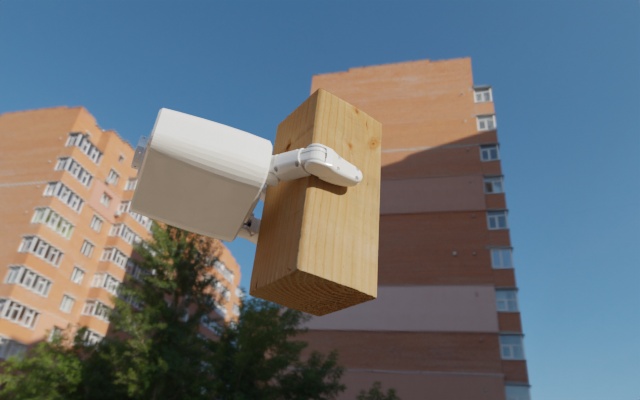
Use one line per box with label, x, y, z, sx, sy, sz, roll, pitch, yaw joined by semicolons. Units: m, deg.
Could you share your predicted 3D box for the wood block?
wood block;0.000;0.001;0.494;0.090;0.206;0.091;25;-35;-29
